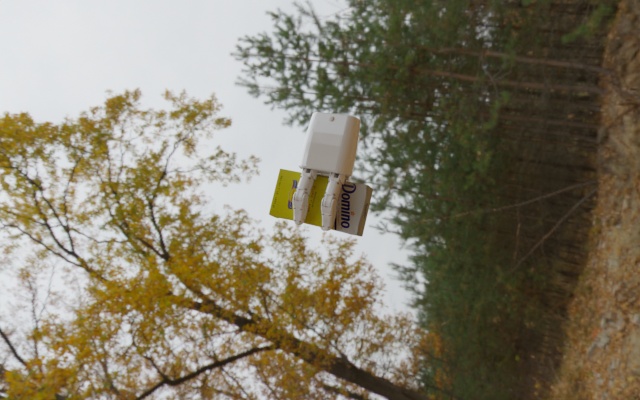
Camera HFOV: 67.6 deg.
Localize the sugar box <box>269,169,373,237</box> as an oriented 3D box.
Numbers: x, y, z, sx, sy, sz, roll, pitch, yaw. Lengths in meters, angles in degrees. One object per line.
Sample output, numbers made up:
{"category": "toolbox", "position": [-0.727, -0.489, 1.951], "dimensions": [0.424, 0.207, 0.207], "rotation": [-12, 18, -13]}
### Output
{"category": "sugar box", "position": [0.000, 0.003, 0.878], "dimensions": [0.176, 0.093, 0.048], "rotation": [11, -5, 22]}
